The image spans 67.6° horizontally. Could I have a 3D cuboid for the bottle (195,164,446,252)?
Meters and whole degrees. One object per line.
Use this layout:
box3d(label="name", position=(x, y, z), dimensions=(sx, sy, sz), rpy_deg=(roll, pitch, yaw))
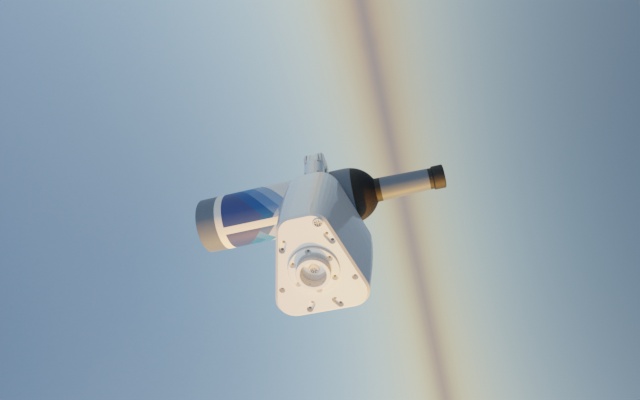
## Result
box3d(label="bottle", position=(0.000, 0.002, 0.573), dimensions=(0.296, 0.069, 0.069), rpy_deg=(-12, -2, 10))
